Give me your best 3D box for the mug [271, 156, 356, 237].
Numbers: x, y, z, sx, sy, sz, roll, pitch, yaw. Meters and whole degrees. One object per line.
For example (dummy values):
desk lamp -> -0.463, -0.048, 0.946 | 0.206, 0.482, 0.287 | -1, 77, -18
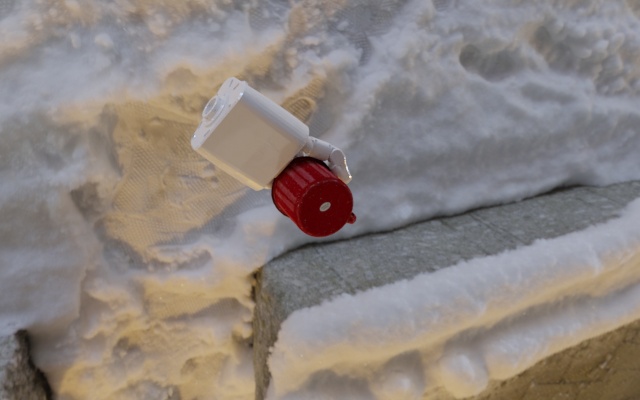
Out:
mug -> 0.001, 0.003, 0.635 | 0.117, 0.093, 0.081 | 30, 6, -31
